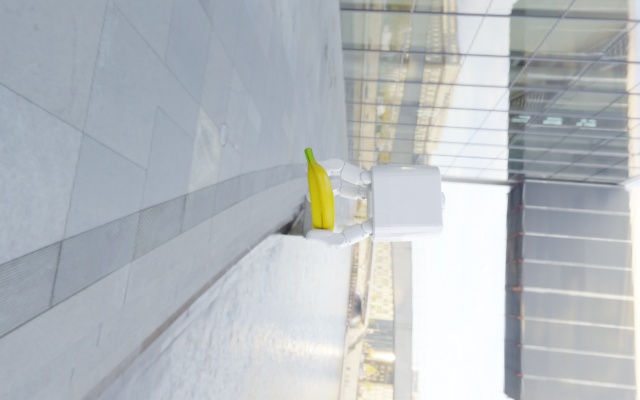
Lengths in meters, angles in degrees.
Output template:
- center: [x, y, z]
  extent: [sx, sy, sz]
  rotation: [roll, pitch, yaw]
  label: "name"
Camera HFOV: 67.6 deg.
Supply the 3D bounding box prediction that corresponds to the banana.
- center: [0.002, 0.013, 0.744]
  extent: [0.037, 0.198, 0.069]
  rotation: [-7, 45, -3]
  label: "banana"
